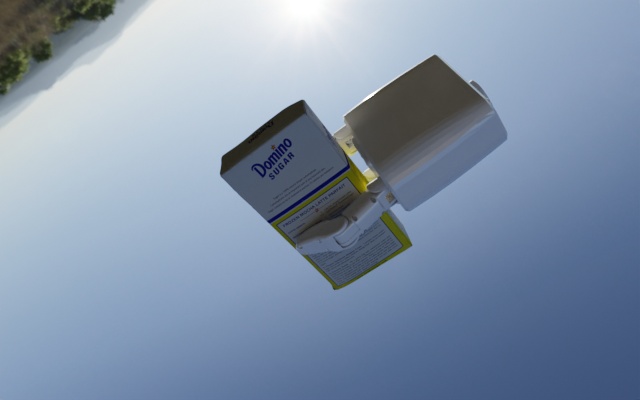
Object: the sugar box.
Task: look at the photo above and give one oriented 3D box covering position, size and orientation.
[{"bbox_3d":[0.000,0.001,0.444,0.093,0.176,0.048,-34,28,12],"label":"sugar box"}]
